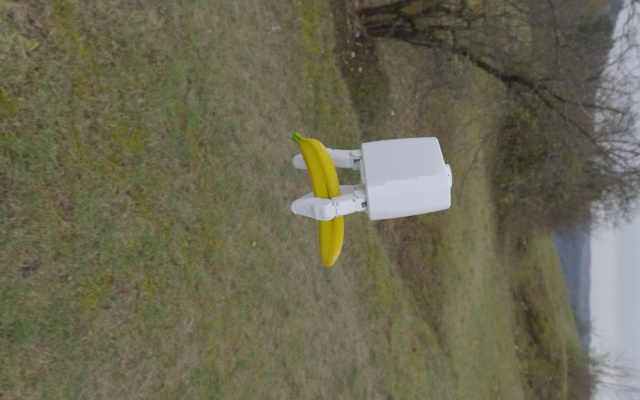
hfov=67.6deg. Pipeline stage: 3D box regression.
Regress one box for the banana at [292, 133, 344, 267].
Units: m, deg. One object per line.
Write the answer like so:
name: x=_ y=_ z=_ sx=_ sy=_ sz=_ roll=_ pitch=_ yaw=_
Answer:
banana: x=0.005 y=0.000 z=0.658 sx=0.037 sy=0.198 sz=0.069 roll=-14 pitch=7 yaw=-18
